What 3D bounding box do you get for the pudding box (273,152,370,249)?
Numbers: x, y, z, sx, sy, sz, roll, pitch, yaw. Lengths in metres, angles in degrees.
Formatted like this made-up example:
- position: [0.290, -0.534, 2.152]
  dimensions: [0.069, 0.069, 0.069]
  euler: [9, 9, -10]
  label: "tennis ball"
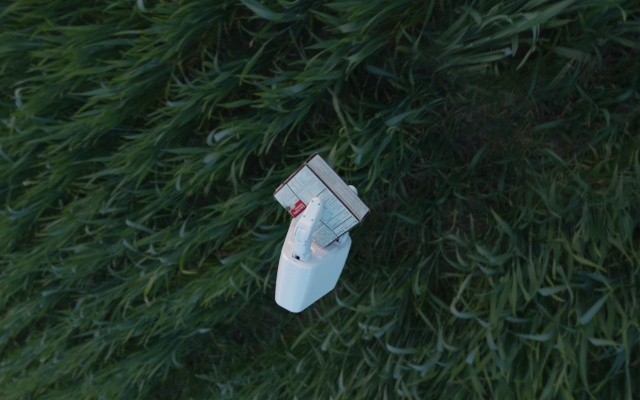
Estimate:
- position: [0.000, 0.002, 0.672]
  dimensions: [0.090, 0.113, 0.039]
  euler: [-40, 6, 41]
  label: "pudding box"
